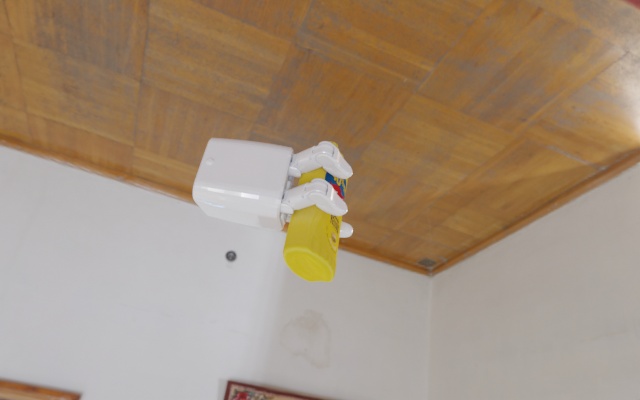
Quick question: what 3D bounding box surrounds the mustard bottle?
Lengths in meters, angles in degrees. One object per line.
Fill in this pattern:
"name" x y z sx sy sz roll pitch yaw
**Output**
"mustard bottle" 0.000 0.002 0.623 0.058 0.191 0.096 -4 -34 21
